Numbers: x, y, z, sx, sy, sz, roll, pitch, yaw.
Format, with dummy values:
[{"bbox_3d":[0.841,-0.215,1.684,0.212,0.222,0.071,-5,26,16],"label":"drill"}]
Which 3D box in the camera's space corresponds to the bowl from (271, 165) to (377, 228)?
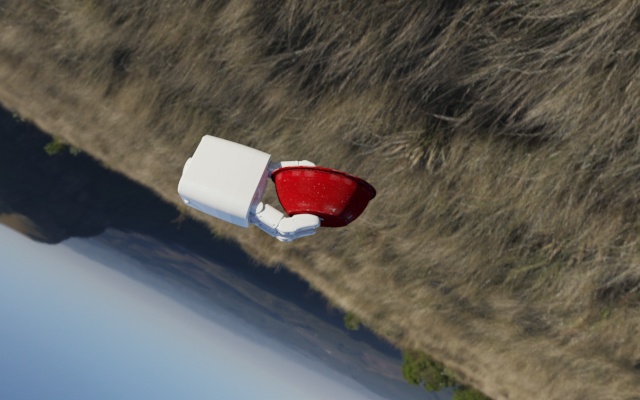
[{"bbox_3d":[0.001,0.003,0.713,0.162,0.055,0.162,9,-16,3],"label":"bowl"}]
